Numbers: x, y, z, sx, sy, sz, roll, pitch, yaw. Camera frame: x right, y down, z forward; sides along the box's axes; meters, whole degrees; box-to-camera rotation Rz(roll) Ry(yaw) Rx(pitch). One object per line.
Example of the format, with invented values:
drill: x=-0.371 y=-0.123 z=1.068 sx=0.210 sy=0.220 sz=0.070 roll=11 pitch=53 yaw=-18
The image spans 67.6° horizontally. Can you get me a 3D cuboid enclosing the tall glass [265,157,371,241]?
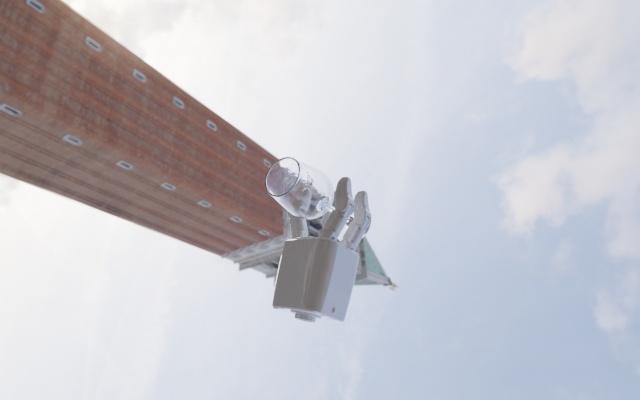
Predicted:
tall glass: x=0.000 y=0.003 z=0.746 sx=0.079 sy=0.079 sz=0.201 roll=0 pitch=-22 yaw=36
